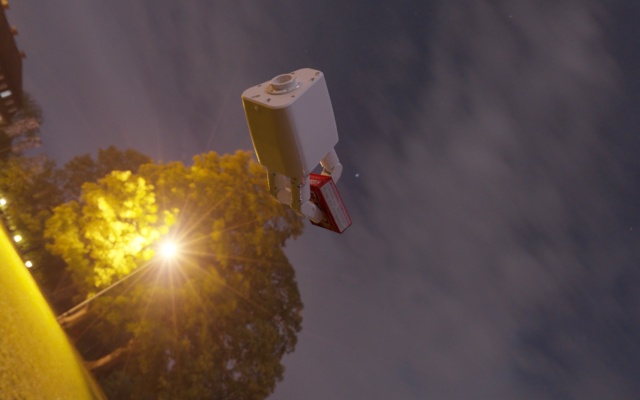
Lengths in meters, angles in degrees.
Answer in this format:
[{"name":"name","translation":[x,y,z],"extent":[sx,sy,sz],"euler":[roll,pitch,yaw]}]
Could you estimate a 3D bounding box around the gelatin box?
[{"name":"gelatin box","translation":[0.001,0.002,0.717],"extent":[0.030,0.089,0.073],"euler":[-40,31,-25]}]
